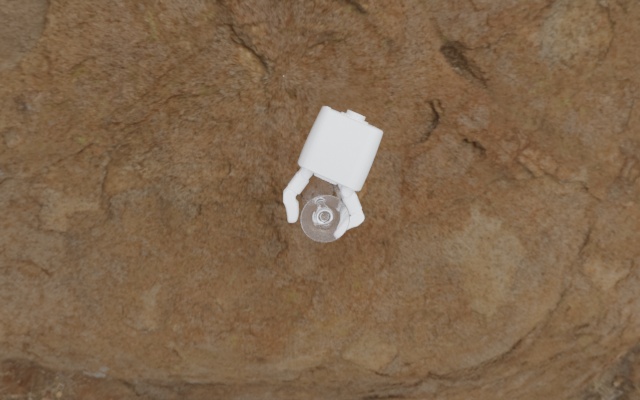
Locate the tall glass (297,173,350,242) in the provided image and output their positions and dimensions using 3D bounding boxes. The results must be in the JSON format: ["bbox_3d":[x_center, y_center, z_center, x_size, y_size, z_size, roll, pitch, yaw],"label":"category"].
[{"bbox_3d":[0.000,0.003,0.812,0.079,0.079,0.201,0,14,-4],"label":"tall glass"}]
